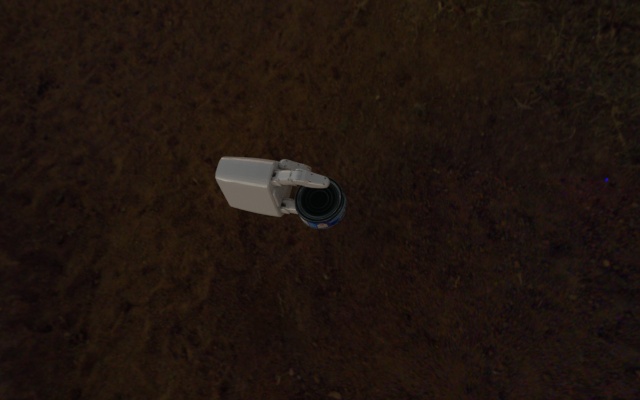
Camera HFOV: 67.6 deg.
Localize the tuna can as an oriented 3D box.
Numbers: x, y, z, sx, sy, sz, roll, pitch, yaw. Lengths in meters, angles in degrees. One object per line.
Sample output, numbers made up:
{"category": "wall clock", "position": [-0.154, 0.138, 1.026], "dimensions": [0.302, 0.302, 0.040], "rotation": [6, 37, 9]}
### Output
{"category": "tuna can", "position": [0.000, 0.002, 0.797], "dimensions": [0.086, 0.086, 0.034], "rotation": [0, -22, 11]}
